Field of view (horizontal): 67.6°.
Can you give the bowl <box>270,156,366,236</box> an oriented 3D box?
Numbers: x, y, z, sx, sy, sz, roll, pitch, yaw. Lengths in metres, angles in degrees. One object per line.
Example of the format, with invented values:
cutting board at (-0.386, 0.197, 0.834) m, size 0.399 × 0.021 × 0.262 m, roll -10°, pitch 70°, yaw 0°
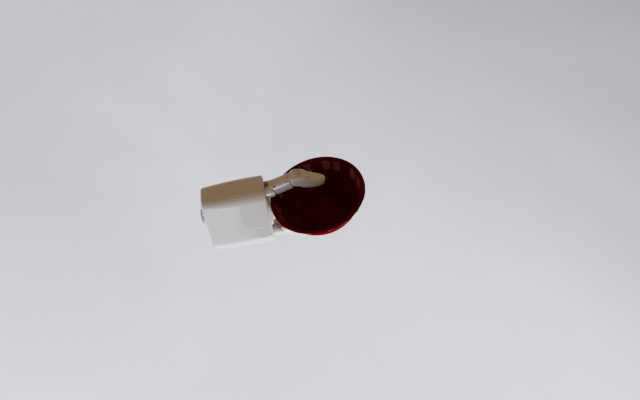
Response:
bowl at (0.002, 0.003, 0.809) m, size 0.162 × 0.162 × 0.055 m, roll 0°, pitch -36°, yaw 17°
